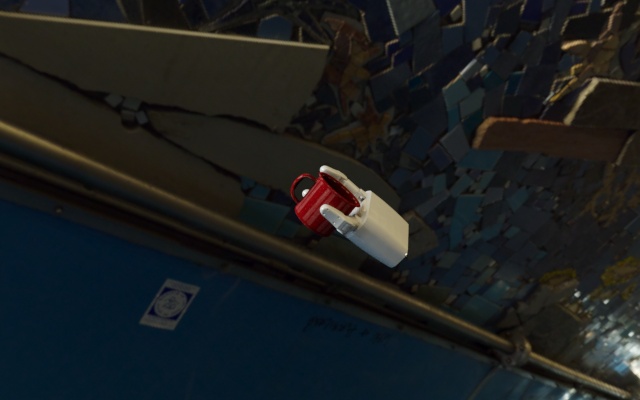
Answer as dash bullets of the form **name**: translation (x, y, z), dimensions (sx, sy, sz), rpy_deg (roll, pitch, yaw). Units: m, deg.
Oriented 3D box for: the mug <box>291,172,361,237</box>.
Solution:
- **mug**: translation (-0.001, 0.002, 0.837), dimensions (0.117, 0.081, 0.093), rpy_deg (37, 14, -12)
